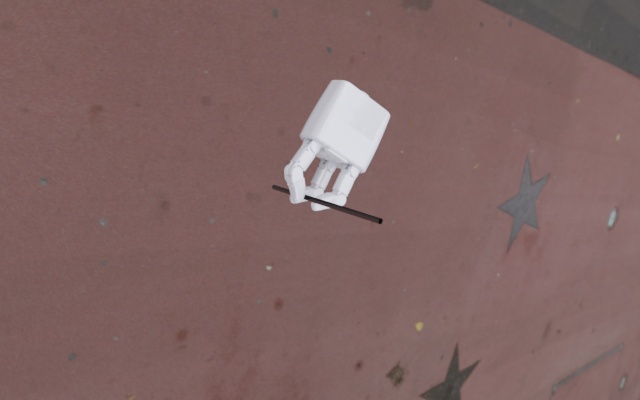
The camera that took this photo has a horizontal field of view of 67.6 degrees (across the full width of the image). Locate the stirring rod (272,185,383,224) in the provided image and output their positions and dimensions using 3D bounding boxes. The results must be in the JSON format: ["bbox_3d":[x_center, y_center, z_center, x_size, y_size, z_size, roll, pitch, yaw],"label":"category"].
[{"bbox_3d":[0.000,0.002,0.704,0.011,0.011,0.239,0,12,-41],"label":"stirring rod"}]
